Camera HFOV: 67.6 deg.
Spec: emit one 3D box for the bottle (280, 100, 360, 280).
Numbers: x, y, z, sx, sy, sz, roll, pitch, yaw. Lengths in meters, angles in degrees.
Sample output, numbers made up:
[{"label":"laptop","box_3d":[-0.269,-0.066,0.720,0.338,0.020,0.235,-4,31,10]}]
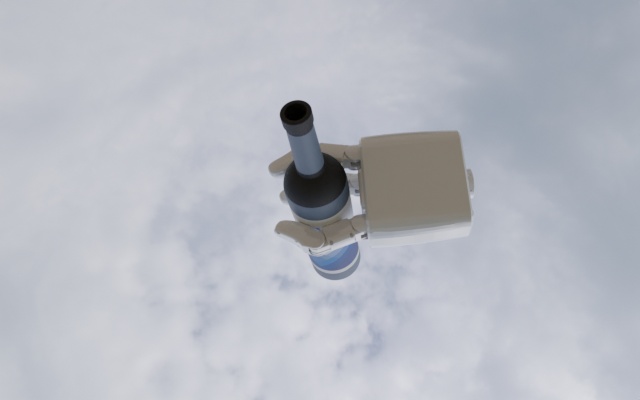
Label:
[{"label":"bottle","box_3d":[0.000,0.002,0.521,0.069,0.069,0.296,0,-31,9]}]
